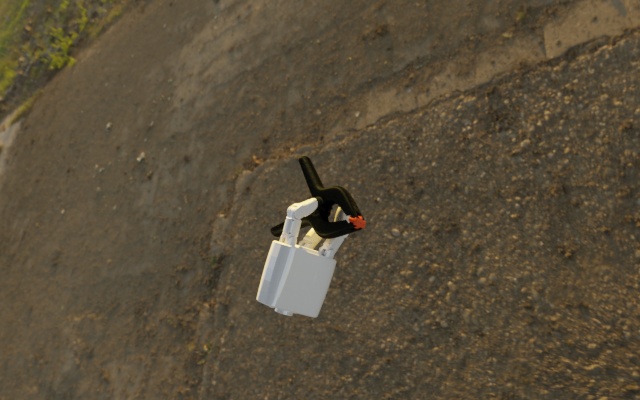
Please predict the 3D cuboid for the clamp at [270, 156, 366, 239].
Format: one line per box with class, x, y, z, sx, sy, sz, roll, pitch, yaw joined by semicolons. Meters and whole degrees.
clamp;0.000;0.003;0.859;0.210;0.164;0.036;11;-7;45
